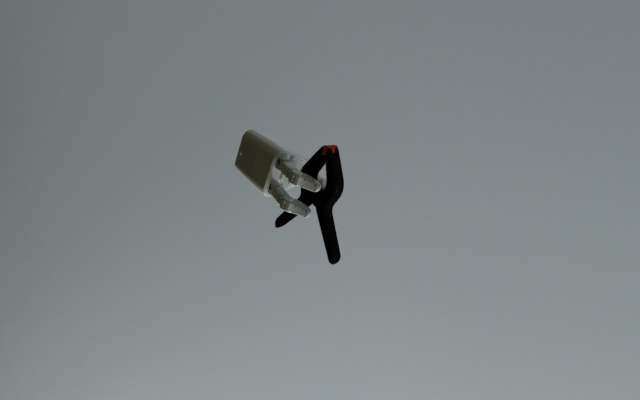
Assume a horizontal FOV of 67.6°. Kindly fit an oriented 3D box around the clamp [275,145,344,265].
[{"bbox_3d":[0.001,0.002,0.874,0.164,0.210,0.036,36,29,30],"label":"clamp"}]
